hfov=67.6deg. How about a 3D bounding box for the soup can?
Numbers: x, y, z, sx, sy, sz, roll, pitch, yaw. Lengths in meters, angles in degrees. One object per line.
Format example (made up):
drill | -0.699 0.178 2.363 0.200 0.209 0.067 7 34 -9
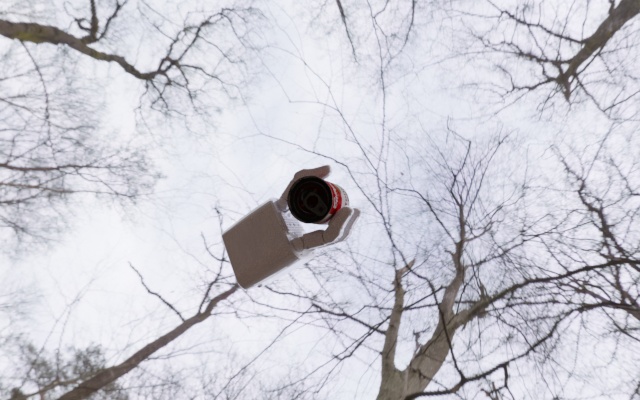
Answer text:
soup can | 0.001 0.002 0.715 0.068 0.068 0.102 0 -4 18
